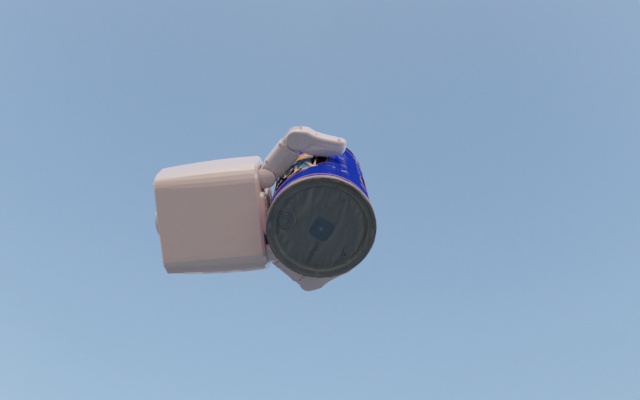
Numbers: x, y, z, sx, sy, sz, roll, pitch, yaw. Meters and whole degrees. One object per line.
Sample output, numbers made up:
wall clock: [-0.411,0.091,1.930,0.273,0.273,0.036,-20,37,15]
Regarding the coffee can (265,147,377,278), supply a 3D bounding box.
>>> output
coffee can: [0.000,0.002,0.503,0.103,0.103,0.140,0,21,-1]
